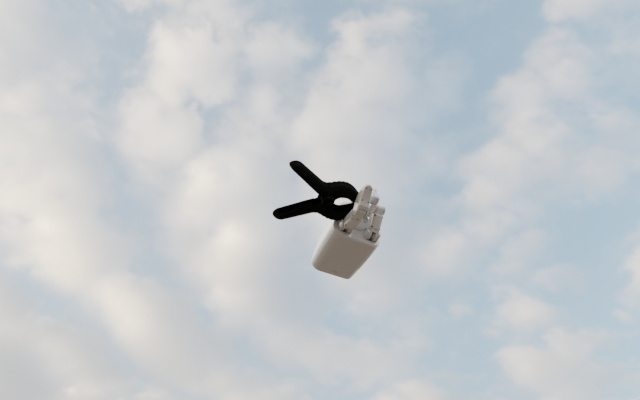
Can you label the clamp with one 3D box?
[{"bbox_3d":[0.000,0.002,0.856,0.171,0.120,0.039,20,35,-19],"label":"clamp"}]
